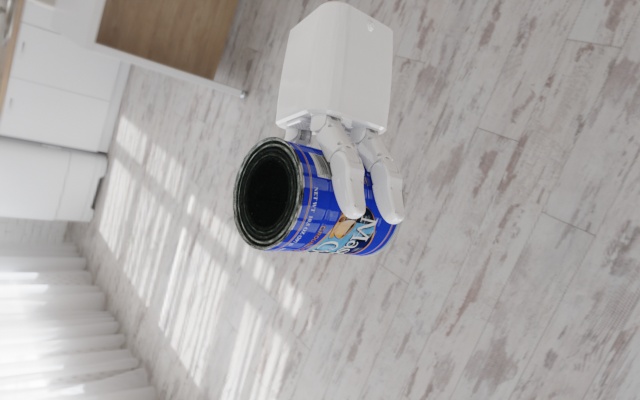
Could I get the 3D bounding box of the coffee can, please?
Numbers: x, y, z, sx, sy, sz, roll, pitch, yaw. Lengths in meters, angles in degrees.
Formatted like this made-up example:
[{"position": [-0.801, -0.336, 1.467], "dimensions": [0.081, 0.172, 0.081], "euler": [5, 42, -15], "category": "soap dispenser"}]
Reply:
[{"position": [0.000, 0.002, 0.474], "dimensions": [0.140, 0.103, 0.103], "euler": [9, -6, -43], "category": "coffee can"}]
